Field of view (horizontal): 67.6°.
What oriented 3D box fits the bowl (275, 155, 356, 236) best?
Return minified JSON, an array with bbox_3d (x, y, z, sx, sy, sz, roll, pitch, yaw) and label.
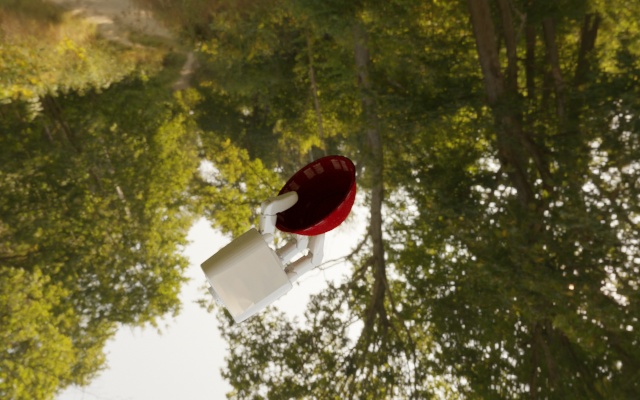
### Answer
[{"bbox_3d":[0.001,0.002,0.776,0.162,0.162,0.055,0,-39,45],"label":"bowl"}]
